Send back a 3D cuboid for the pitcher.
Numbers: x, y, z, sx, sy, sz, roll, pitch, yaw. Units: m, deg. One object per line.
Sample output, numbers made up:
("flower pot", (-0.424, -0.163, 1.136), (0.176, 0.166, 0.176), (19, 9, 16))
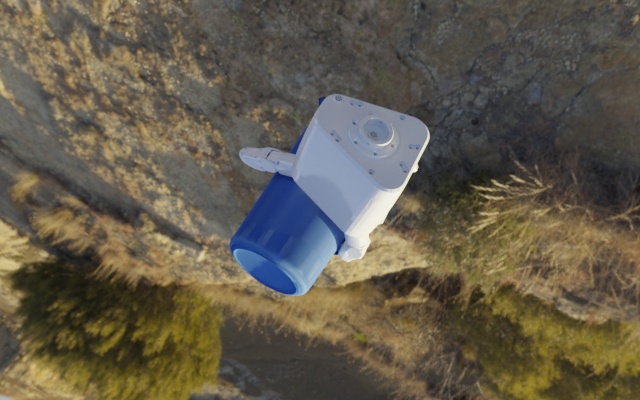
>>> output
("pitcher", (0.000, 0.002, 0.613), (0.149, 0.242, 0.145), (33, -28, 2))
